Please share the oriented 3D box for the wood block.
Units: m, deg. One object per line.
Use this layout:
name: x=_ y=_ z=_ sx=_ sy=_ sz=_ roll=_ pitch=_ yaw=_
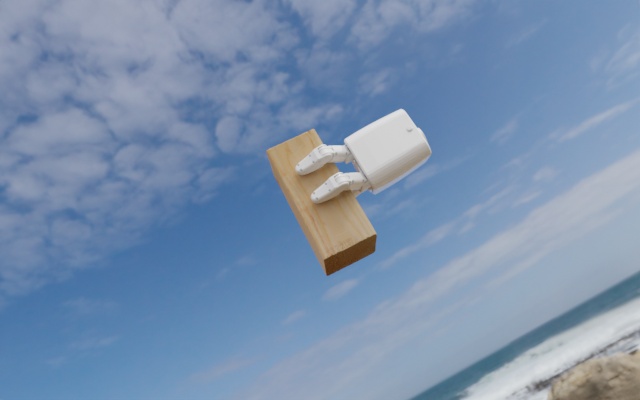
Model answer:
wood block: x=0.000 y=0.002 z=0.765 sx=0.090 sy=0.206 sz=0.091 roll=-26 pitch=-24 yaw=-7
